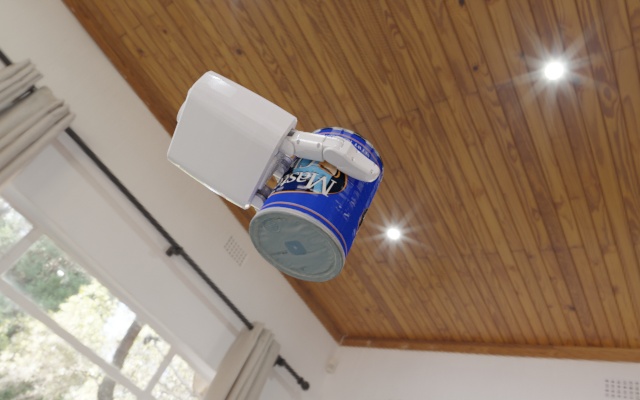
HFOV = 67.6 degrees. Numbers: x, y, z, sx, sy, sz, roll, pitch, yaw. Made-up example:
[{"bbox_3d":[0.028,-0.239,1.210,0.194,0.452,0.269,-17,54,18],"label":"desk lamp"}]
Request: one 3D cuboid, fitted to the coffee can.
[{"bbox_3d":[0.000,0.002,0.519,0.103,0.103,0.140,0,42,30],"label":"coffee can"}]
